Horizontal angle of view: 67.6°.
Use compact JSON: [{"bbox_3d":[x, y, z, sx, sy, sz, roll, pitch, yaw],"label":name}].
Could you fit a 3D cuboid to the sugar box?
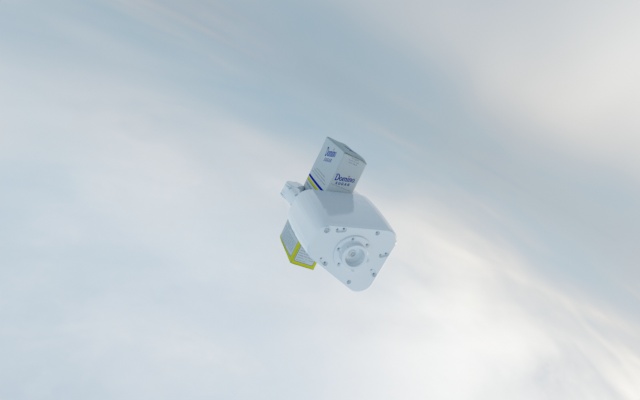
[{"bbox_3d":[0.001,0.003,0.700,0.048,0.176,0.093,23,14,-23],"label":"sugar box"}]
